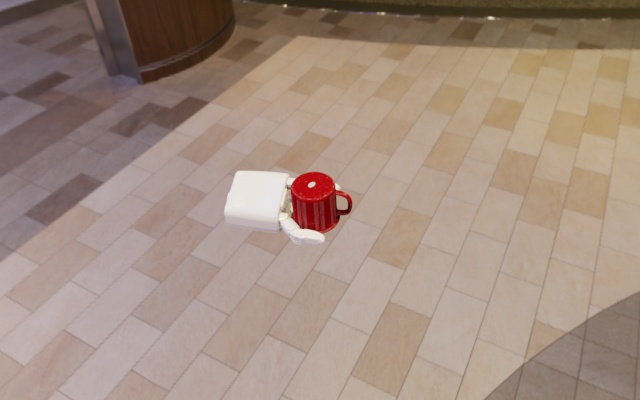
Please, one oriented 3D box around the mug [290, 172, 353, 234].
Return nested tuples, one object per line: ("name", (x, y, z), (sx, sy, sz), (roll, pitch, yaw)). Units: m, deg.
("mug", (0.002, 0.003, 0.872), (0.117, 0.082, 0.093), (5, 44, 10))
